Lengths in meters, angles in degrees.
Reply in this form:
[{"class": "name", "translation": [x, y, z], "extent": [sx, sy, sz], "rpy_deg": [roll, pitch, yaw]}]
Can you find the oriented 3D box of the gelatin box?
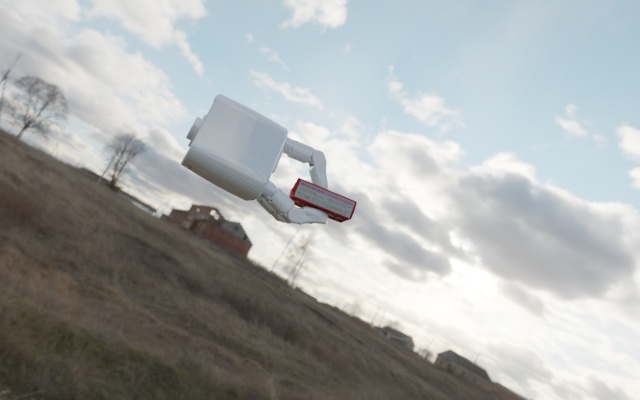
[{"class": "gelatin box", "translation": [0.001, 0.002, 0.674], "extent": [0.089, 0.030, 0.073], "rpy_deg": [21, -9, -5]}]
